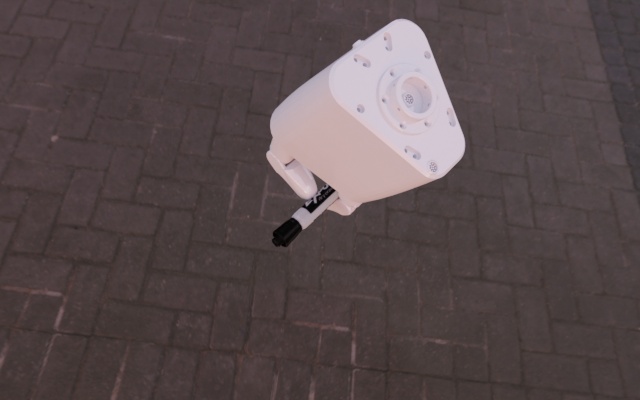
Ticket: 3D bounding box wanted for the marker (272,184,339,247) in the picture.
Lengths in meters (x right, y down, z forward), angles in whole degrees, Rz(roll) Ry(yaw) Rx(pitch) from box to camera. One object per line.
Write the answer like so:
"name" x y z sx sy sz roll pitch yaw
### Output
"marker" 0.000 0.001 0.452 0.121 0.020 0.020 -42 20 -23
